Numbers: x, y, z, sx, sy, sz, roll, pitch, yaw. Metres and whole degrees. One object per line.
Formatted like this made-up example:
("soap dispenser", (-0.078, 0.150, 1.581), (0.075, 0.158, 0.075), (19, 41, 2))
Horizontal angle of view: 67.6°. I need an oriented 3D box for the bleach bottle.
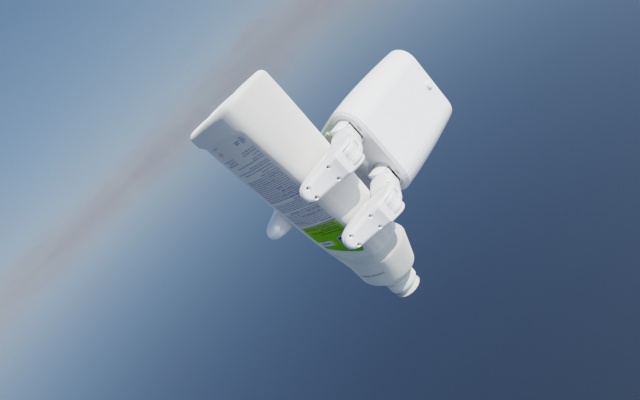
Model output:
("bleach bottle", (0.000, 0.001, 0.449), (0.251, 0.068, 0.102), (46, -29, -17))
